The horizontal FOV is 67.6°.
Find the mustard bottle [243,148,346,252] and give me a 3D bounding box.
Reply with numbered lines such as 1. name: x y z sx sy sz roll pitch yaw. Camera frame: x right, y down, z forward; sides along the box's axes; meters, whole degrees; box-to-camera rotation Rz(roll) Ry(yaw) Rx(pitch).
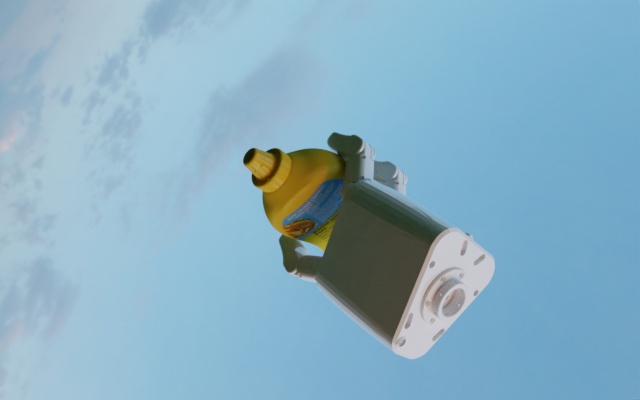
1. mustard bottle: 0.000 0.001 0.478 0.096 0.058 0.192 -42 -48 18
